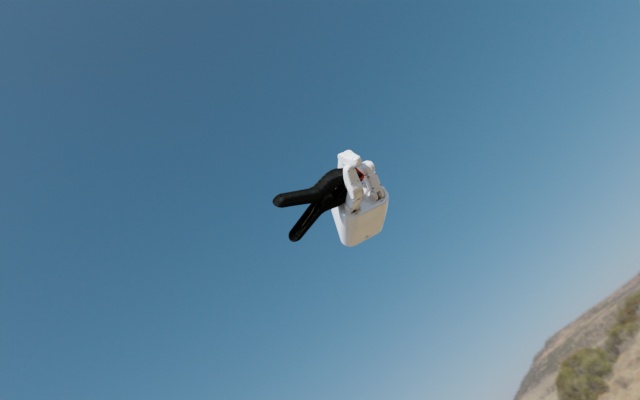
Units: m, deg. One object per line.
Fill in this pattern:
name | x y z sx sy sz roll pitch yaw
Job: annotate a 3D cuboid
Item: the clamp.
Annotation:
clamp | 0.000 0.002 0.828 0.171 0.039 0.120 -25 -34 -17
